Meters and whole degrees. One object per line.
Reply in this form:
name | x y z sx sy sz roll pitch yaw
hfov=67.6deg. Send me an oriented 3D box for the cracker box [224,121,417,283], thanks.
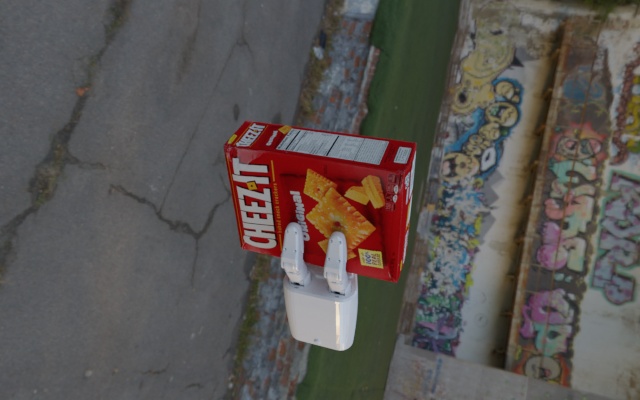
cracker box | 0.000 0.002 0.581 0.213 0.164 0.072 10 38 16
